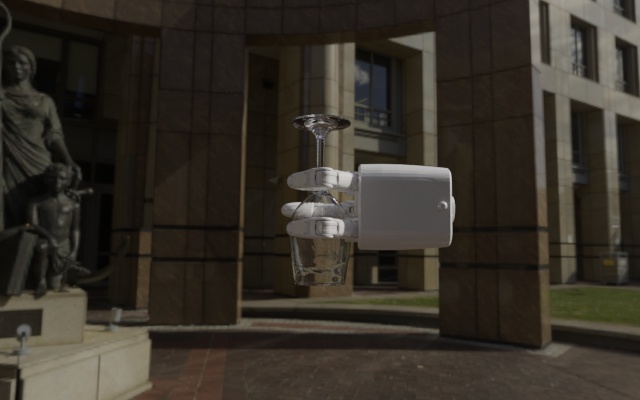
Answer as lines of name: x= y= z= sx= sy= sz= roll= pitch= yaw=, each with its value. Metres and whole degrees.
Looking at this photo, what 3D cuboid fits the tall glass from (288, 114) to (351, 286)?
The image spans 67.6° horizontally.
tall glass: x=0.000 y=0.001 z=0.586 sx=0.079 sy=0.201 sz=0.079 roll=1 pitch=-6 yaw=0
